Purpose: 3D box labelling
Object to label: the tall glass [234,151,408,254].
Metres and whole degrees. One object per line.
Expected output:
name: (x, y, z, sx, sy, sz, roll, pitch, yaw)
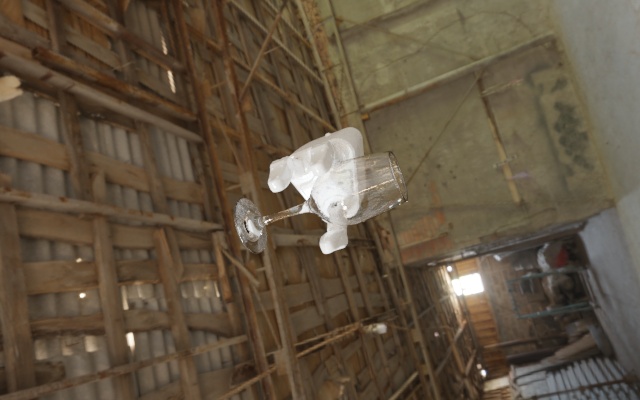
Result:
tall glass: (-0.001, 0.002, 0.576, 0.201, 0.079, 0.079, -18, -6, 19)
